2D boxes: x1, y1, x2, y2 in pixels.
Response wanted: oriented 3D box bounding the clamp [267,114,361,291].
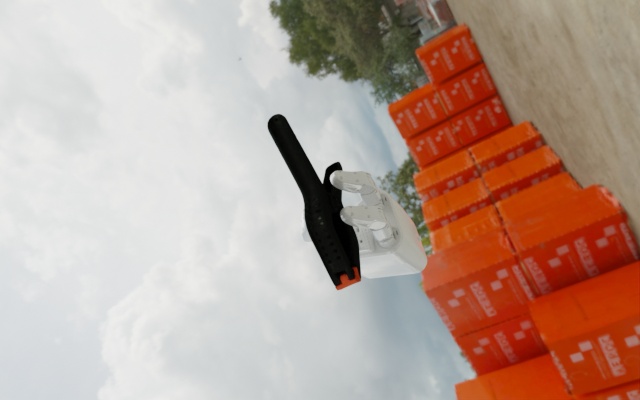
[{"bbox_3d":[0.000,0.003,0.571,0.036,0.209,0.165,-27,-36,20],"label":"clamp"}]
